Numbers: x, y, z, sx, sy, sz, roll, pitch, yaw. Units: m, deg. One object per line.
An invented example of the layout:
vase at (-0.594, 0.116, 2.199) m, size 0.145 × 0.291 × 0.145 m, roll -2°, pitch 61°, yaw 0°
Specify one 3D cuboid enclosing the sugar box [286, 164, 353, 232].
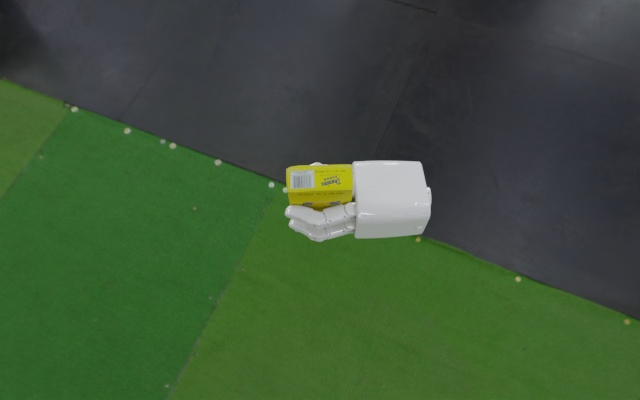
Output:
sugar box at (0.000, 0.003, 0.734) m, size 0.093 × 0.048 × 0.176 m, roll -2°, pitch -24°, yaw 1°
